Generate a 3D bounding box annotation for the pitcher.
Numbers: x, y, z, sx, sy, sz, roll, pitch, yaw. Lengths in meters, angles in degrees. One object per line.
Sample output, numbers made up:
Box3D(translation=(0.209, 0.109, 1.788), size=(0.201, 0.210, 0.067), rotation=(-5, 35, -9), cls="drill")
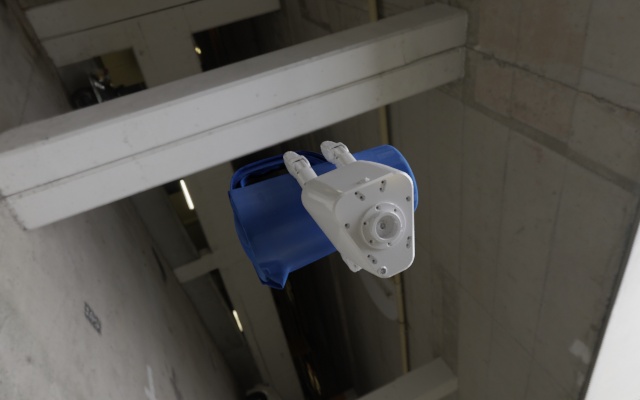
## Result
Box3D(translation=(0.000, 0.002, 0.658), size=(0.243, 0.149, 0.145), rotation=(-21, 15, -13), cls="pitcher")
